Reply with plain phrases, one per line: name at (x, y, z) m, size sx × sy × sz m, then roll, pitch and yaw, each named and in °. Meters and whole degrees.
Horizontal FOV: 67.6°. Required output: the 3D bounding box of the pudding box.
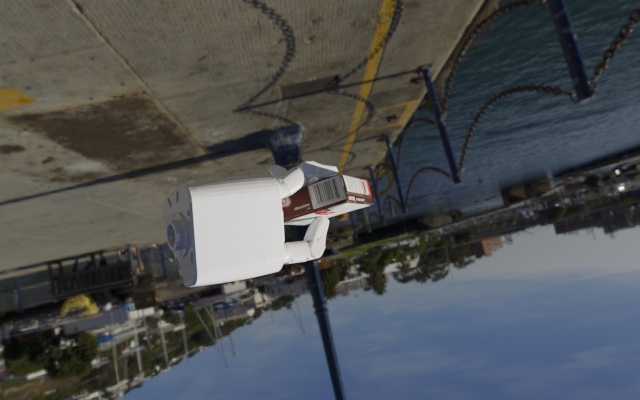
pudding box at (0.000, 0.002, 0.622) m, size 0.113 × 0.039 × 0.090 m, roll -16°, pitch -9°, yaw 25°
